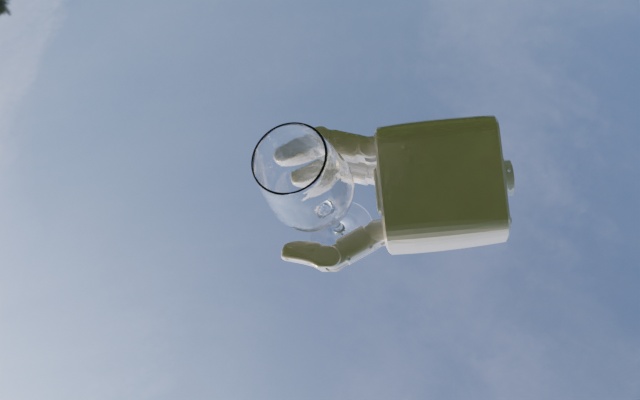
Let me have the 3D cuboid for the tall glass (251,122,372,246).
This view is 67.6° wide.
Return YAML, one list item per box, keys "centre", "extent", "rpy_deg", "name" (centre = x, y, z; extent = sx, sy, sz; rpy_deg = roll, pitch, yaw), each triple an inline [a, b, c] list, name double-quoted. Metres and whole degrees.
- centre: [0.000, 0.002, 0.454]
  extent: [0.079, 0.079, 0.201]
  rpy_deg: [0, -20, 16]
  name: "tall glass"
